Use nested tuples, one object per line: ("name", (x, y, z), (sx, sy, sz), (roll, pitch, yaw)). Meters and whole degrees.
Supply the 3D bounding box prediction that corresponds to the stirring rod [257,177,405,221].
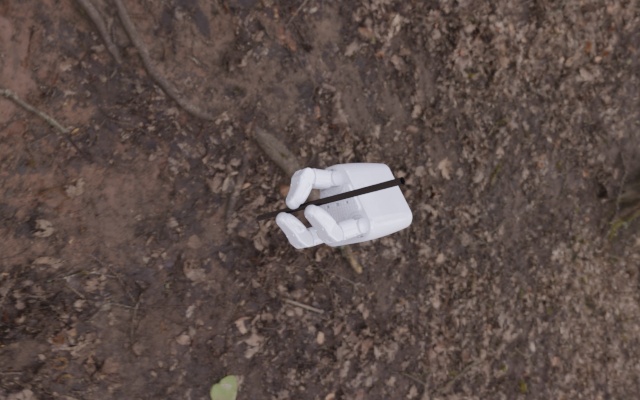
("stirring rod", (0.000, 0.002, 0.574), (0.239, 0.011, 0.011), (-15, -10, 43))
